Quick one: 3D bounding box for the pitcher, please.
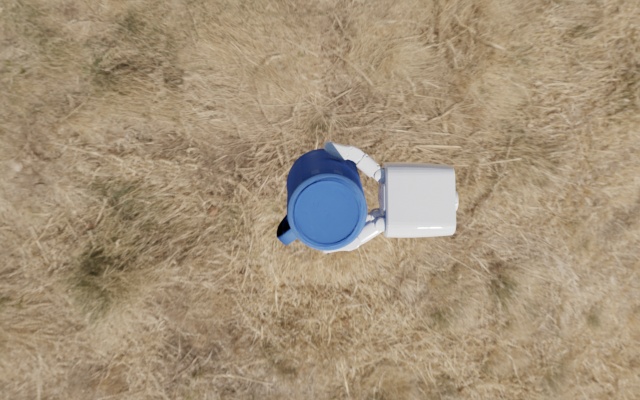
[{"bbox_3d":[0.000,0.002,0.744,0.145,0.149,0.242,1,11,-1],"label":"pitcher"}]
